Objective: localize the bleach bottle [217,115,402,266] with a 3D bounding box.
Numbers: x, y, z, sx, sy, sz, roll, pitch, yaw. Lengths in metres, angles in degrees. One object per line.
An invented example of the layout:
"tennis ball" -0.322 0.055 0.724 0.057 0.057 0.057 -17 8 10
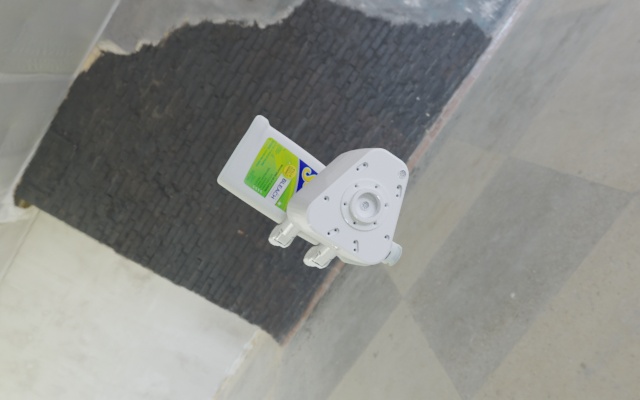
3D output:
"bleach bottle" 0.000 0.002 0.612 0.251 0.102 0.068 32 -5 -11
